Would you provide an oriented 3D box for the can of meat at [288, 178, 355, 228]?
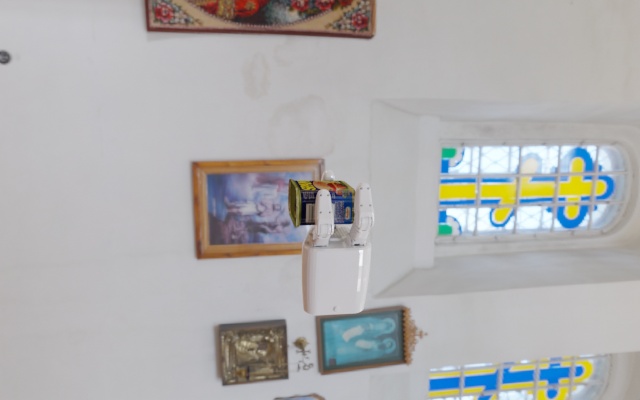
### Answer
[{"bbox_3d":[0.000,0.002,0.691,0.084,0.057,0.102,0,13,-10],"label":"can of meat"}]
